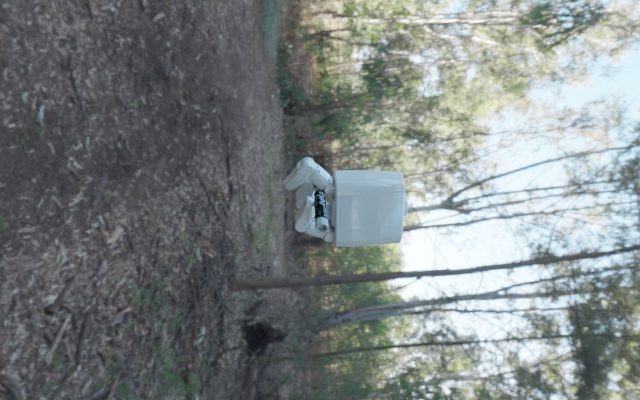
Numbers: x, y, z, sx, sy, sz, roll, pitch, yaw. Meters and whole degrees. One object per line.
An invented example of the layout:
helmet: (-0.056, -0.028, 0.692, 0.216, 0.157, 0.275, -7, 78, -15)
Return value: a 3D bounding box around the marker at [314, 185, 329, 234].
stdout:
marker: (0.000, 0.002, 0.704, 0.020, 0.020, 0.121, 0, 37, -2)
